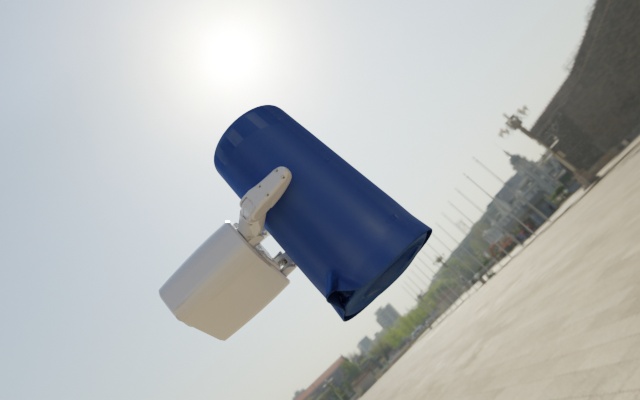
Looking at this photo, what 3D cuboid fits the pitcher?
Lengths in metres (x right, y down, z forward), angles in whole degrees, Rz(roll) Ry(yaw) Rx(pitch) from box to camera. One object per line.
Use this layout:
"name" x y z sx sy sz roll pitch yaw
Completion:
"pitcher" 0.000 0.002 0.542 0.242 0.145 0.149 44 -6 19
